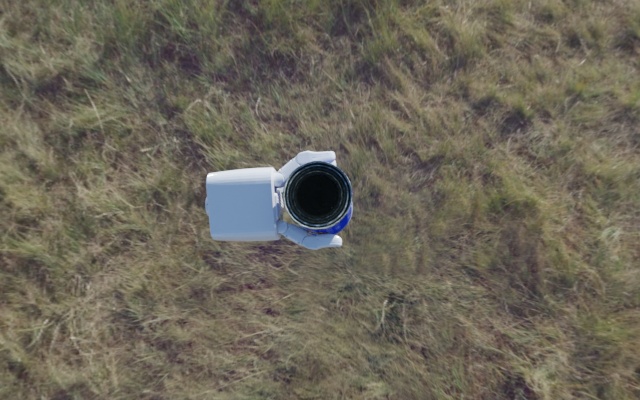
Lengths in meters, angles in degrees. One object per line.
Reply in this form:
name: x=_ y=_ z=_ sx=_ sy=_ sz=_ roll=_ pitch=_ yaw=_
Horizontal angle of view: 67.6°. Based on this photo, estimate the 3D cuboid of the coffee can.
coffee can: x=0.000 y=0.003 z=0.761 sx=0.103 sy=0.103 sz=0.140 roll=0 pitch=-9 yaw=4
